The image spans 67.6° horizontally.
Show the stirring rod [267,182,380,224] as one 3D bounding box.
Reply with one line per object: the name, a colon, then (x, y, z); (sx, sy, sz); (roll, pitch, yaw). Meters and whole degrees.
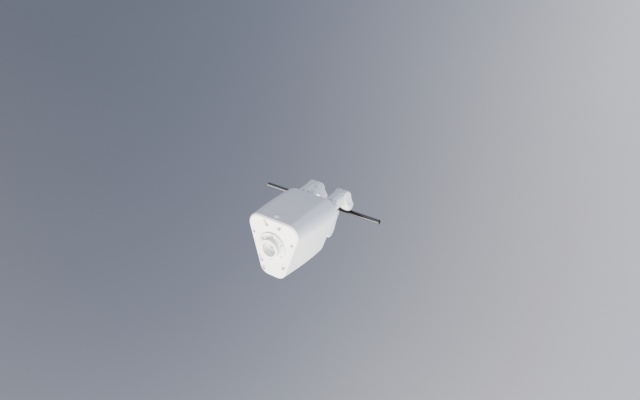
stirring rod: (0.000, 0.003, 0.878); (0.239, 0.011, 0.011); (19, 9, 27)
